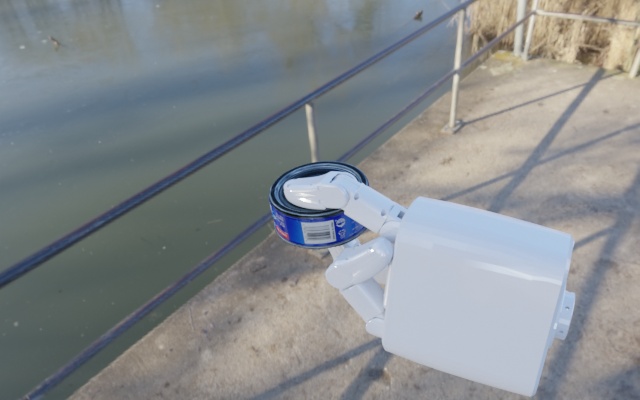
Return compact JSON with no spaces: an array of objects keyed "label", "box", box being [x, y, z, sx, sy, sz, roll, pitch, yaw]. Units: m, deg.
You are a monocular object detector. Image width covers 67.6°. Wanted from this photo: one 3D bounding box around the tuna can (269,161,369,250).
[{"label":"tuna can","box":[0.000,0.001,0.405,0.086,0.034,0.086,-6,34,4]}]
